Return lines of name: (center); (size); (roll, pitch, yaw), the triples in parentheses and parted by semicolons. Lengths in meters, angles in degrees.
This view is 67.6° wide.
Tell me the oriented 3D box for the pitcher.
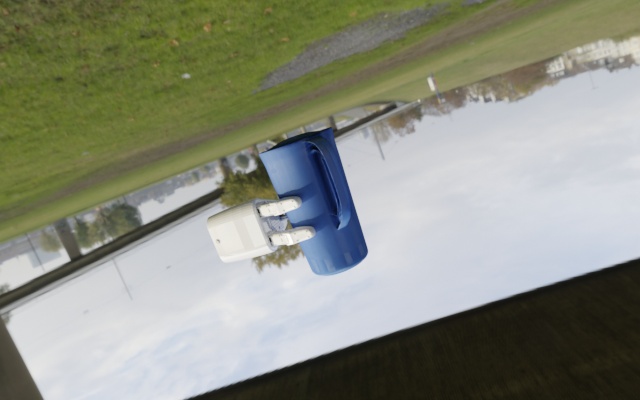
pitcher: (0.000, 0.003, 0.824); (0.145, 0.243, 0.149); (-18, 9, 19)
